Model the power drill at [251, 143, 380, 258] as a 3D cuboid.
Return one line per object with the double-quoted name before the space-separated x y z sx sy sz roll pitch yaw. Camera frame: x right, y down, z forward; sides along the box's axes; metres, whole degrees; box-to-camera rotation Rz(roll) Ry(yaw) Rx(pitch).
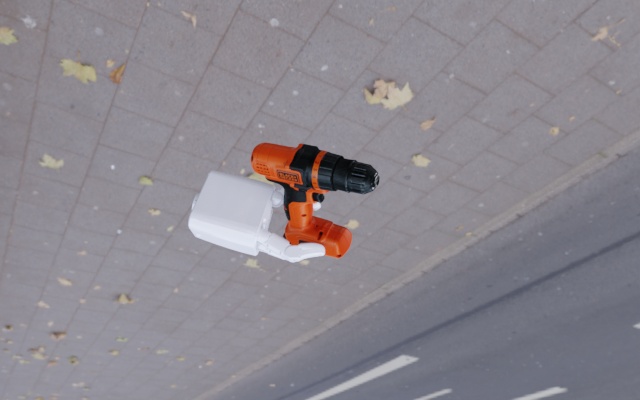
"power drill" 0.000 0.003 0.691 0.184 0.188 0.057 15 50 23
